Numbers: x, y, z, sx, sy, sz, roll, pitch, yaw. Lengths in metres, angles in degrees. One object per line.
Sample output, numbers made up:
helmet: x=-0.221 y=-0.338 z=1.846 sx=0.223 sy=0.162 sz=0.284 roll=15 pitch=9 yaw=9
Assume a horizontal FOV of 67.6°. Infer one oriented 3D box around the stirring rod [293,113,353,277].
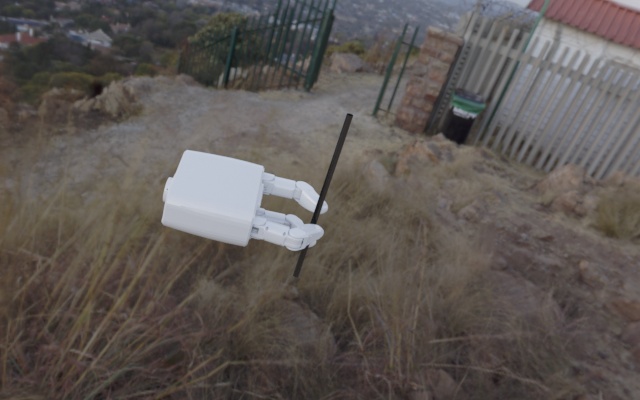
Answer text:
stirring rod: x=0.000 y=0.002 z=0.611 sx=0.011 sy=0.240 sz=0.011 roll=15 pitch=26 yaw=-8
